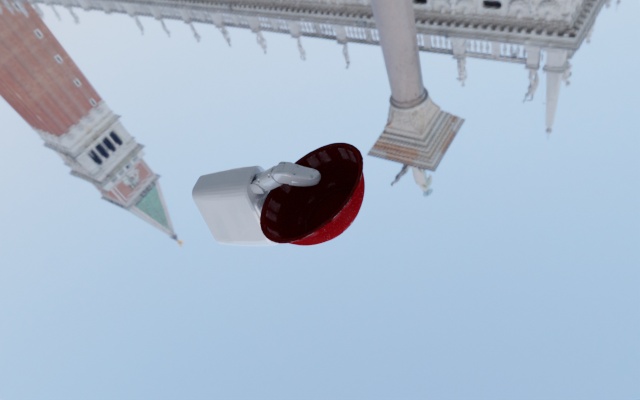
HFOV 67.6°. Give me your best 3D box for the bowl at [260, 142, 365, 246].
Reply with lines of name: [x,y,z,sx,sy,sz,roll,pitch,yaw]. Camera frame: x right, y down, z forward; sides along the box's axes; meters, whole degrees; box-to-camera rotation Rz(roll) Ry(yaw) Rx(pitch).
bowl: [0.001,0.002,0.617,0.162,0.162,0.055,0,-37,47]
